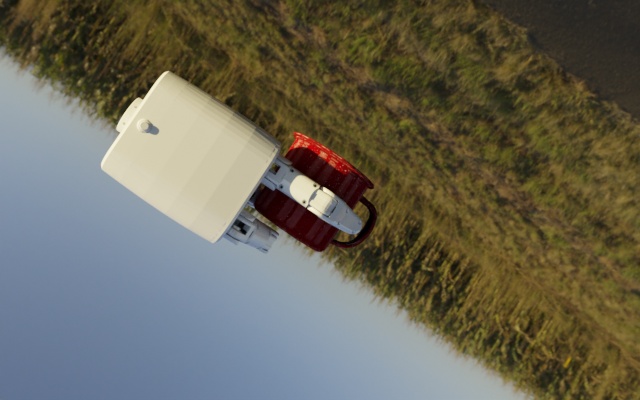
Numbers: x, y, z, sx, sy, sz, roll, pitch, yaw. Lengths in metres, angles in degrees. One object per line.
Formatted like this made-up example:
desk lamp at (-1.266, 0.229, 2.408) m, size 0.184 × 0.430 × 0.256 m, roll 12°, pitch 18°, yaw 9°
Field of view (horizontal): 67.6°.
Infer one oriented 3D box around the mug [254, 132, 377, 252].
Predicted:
mug at (0.001, 0.002, 0.458) m, size 0.117 × 0.081 × 0.093 m, roll 35°, pitch -2°, yaw -15°
